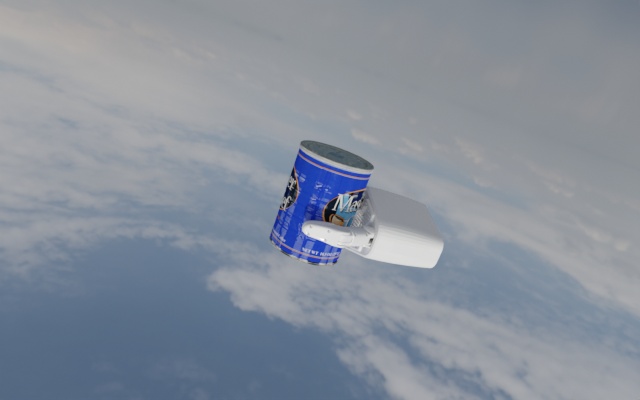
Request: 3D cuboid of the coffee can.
[{"bbox_3d":[0.000,0.002,0.646,0.103,0.140,0.102,18,16,-6],"label":"coffee can"}]
